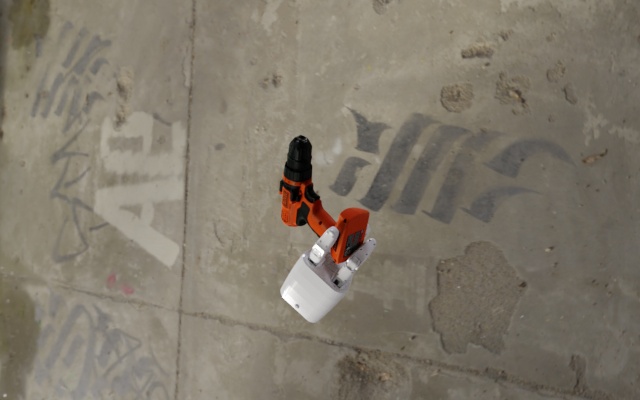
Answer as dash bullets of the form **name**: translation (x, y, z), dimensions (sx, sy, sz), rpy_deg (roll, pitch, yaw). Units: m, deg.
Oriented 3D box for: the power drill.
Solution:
- **power drill**: translation (0.000, 0.003, 0.814), dimensions (0.057, 0.185, 0.187), rpy_deg (-21, 45, -32)
